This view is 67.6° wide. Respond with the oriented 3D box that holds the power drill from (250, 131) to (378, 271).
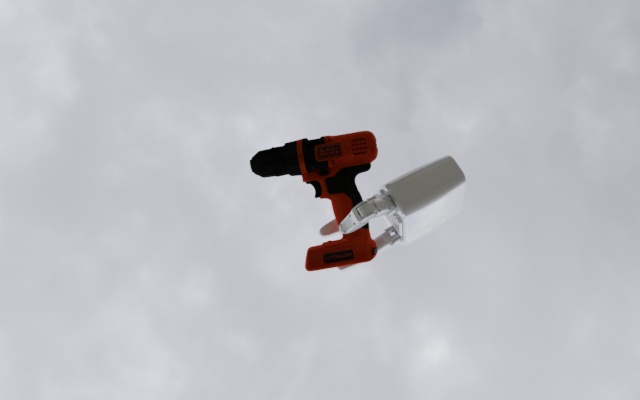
[{"bbox_3d":[0.000,0.003,0.681,0.184,0.187,0.057,-9,2,8],"label":"power drill"}]
